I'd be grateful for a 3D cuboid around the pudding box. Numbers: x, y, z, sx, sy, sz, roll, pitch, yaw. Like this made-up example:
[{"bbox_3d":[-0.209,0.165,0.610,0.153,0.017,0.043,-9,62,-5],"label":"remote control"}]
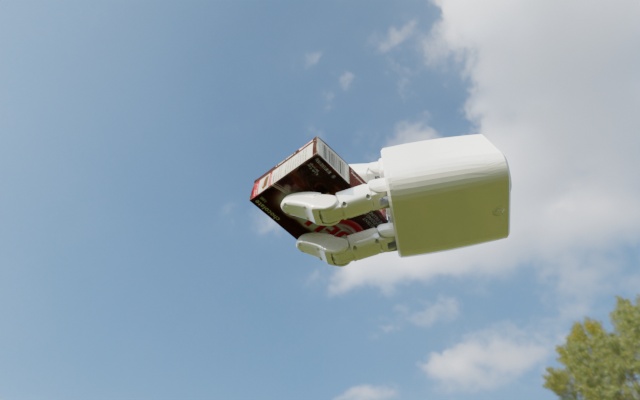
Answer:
[{"bbox_3d":[0.000,0.001,0.484,0.090,0.113,0.039,-33,29,26],"label":"pudding box"}]
